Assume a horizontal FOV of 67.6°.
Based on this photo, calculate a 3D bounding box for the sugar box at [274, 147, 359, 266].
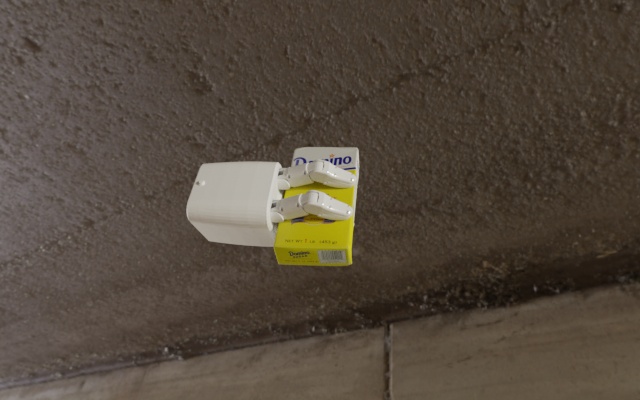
[{"bbox_3d":[0.000,0.002,0.629,0.093,0.176,0.048,1,-39,8],"label":"sugar box"}]
